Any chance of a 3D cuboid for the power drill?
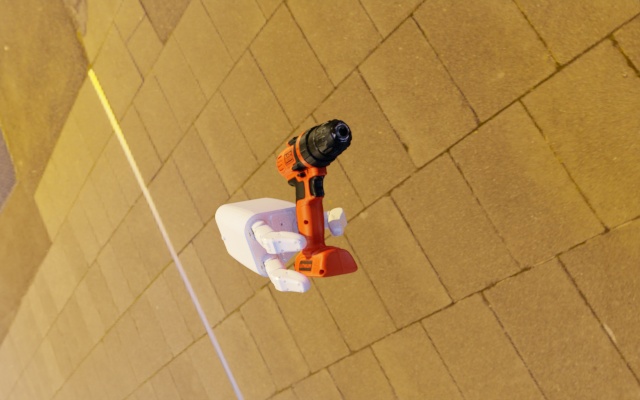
[{"bbox_3d":[0.000,0.003,0.613,0.057,0.187,0.184,-5,-6,-22],"label":"power drill"}]
